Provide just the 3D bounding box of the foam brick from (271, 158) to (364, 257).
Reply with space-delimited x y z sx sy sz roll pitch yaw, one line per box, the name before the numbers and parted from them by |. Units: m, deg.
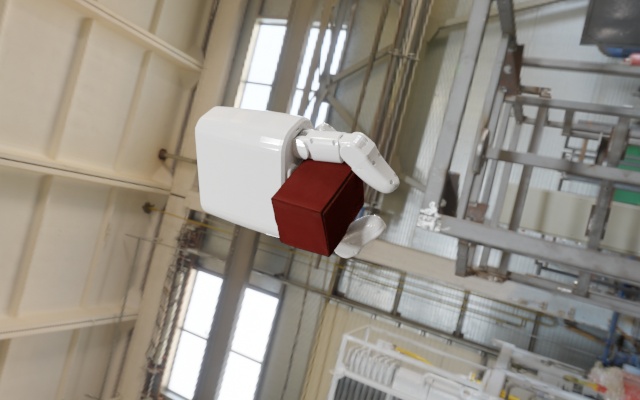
foam brick | 0.000 0.002 0.422 0.051 0.053 0.078 14 44 24
